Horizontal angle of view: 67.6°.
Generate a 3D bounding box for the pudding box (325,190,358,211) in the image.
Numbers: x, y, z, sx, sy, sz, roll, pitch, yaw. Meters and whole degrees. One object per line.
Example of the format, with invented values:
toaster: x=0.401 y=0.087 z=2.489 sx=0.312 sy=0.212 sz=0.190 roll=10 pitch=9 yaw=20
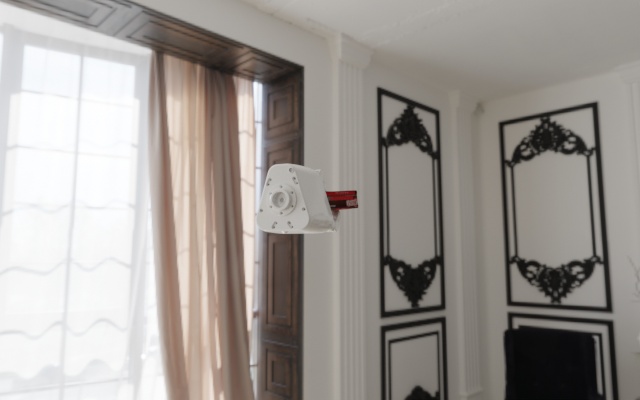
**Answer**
pudding box: x=0.000 y=0.003 z=0.891 sx=0.090 sy=0.039 sz=0.113 roll=-1 pitch=-1 yaw=-43
